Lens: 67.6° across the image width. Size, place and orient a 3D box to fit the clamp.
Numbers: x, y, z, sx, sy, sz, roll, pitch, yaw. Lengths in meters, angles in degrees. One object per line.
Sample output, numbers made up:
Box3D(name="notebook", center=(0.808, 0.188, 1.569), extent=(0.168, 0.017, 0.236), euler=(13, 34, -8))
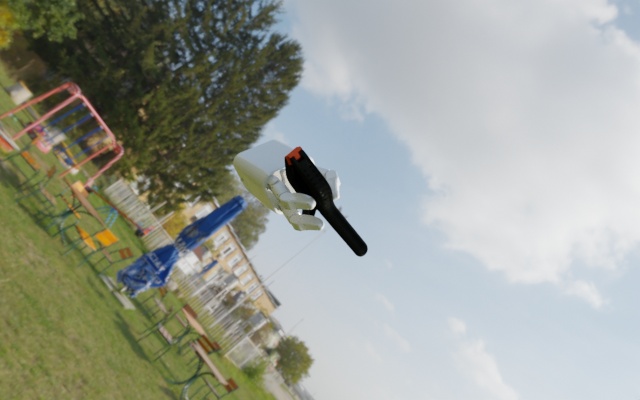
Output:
Box3D(name="clamp", center=(0.000, 0.002, 0.792), extent=(0.036, 0.210, 0.164), euler=(-43, 48, -21))
